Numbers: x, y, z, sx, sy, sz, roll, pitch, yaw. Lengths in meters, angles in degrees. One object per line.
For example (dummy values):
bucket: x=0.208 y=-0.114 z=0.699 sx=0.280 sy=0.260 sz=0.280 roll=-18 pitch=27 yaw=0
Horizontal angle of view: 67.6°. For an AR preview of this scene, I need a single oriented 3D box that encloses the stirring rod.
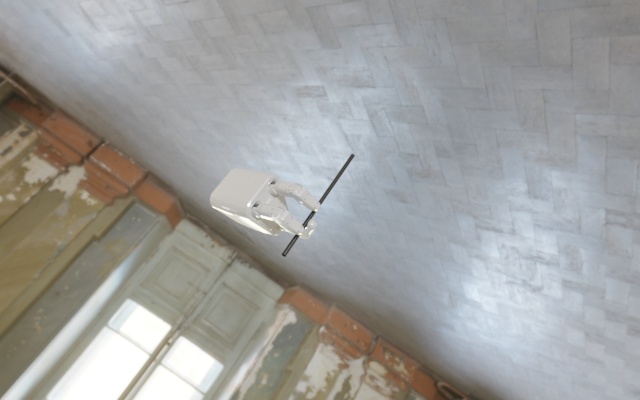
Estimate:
stirring rod: x=0.000 y=0.003 z=0.843 sx=0.011 sy=0.239 sz=0.011 roll=27 pitch=-28 yaw=16
